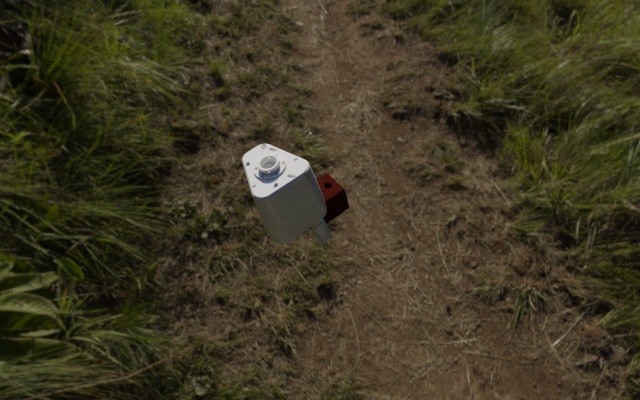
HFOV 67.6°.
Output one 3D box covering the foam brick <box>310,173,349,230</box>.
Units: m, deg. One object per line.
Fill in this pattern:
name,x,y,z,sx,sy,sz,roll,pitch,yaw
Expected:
foam brick,0.000,0.002,0.794,0.078,0.051,0.053,-34,50,-14
